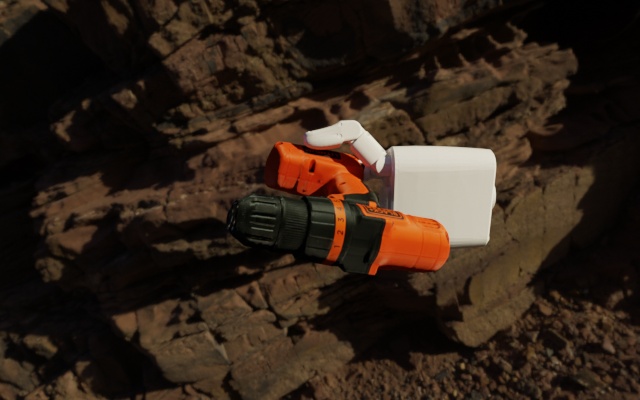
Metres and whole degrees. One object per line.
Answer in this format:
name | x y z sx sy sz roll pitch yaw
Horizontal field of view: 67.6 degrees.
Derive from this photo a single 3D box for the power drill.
power drill | 0.000 0.001 0.436 0.184 0.057 0.187 11 20 -21
